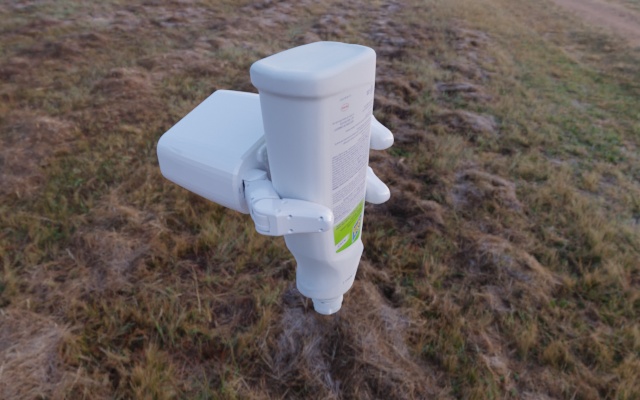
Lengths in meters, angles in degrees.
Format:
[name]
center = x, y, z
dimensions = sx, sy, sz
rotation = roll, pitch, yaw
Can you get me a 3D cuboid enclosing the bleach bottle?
[bleach bottle]
center = 0.000, 0.001, 0.413
dimensions = 0.068, 0.251, 0.102
rotation = 19, 36, 30
